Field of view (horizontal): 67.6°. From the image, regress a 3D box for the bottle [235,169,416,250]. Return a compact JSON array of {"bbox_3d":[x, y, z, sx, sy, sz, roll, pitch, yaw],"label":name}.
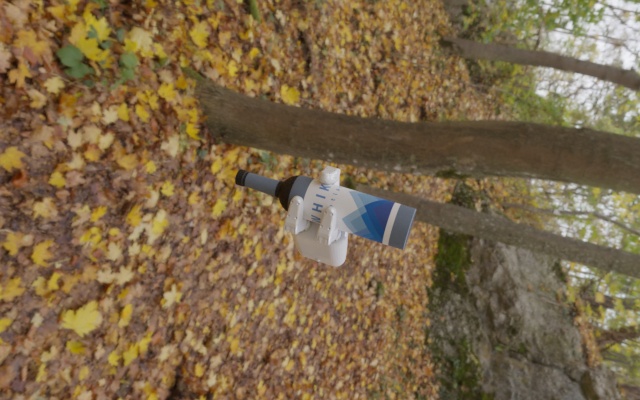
[{"bbox_3d":[0.000,0.003,0.764,0.295,0.069,0.069,17,4,13],"label":"bottle"}]
